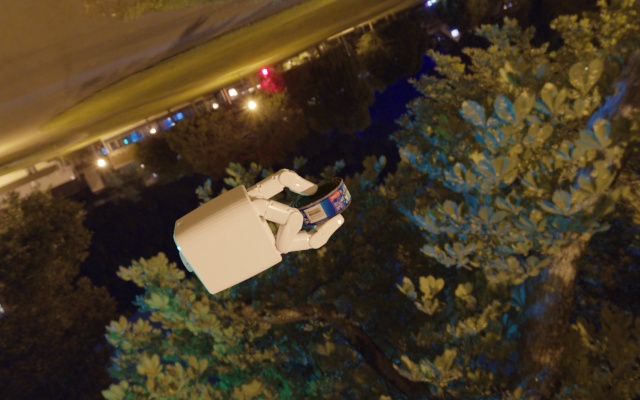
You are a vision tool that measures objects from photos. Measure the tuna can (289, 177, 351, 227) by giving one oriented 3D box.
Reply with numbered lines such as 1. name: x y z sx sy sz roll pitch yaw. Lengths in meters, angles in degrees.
1. tuna can: 0.000 0.003 0.684 0.086 0.034 0.086 -26 16 8
